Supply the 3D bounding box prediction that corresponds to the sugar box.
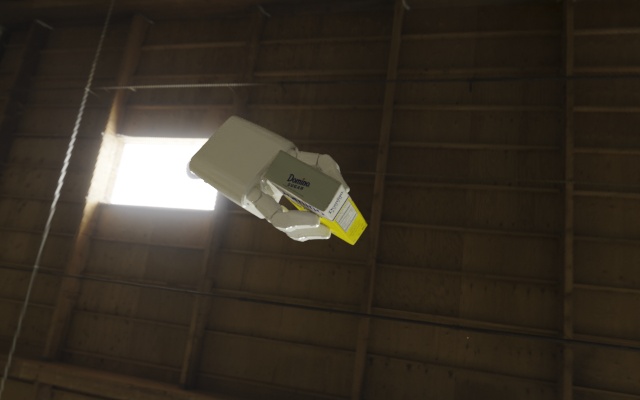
[{"bbox_3d":[0.000,0.002,0.628,0.093,0.048,0.176,30,-5,23],"label":"sugar box"}]
